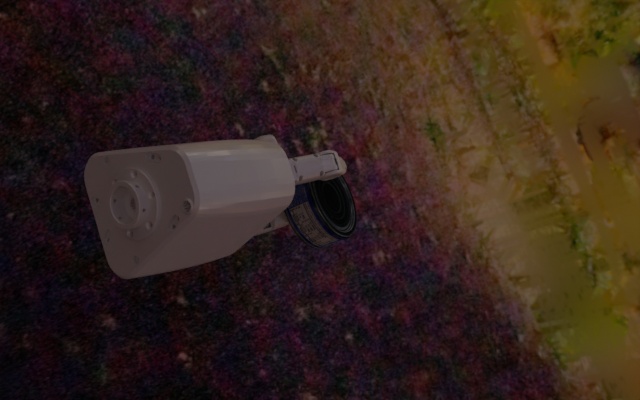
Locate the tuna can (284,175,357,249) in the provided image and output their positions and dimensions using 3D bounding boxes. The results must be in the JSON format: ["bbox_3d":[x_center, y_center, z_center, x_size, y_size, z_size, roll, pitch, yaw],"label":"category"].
[{"bbox_3d":[0.001,0.001,0.463,0.034,0.086,0.086,-23,-11,27],"label":"tuna can"}]
